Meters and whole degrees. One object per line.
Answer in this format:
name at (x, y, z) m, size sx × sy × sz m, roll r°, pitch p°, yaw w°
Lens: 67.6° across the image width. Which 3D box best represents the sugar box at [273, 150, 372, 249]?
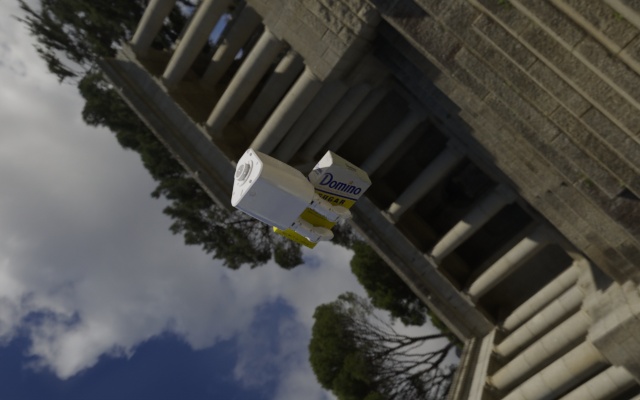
sugar box at (0.000, 0.003, 0.866) m, size 0.093 × 0.176 × 0.048 m, roll 27°, pitch 28°, yaw -30°
